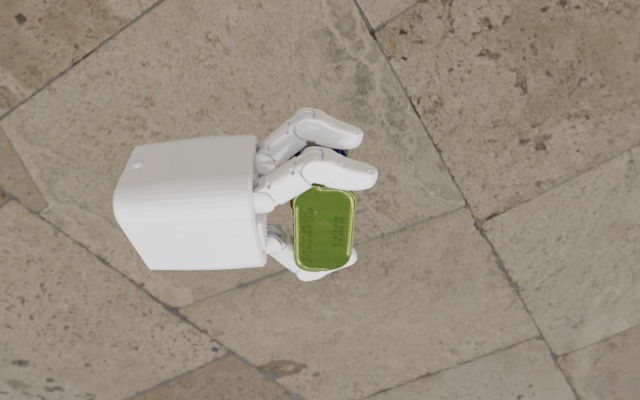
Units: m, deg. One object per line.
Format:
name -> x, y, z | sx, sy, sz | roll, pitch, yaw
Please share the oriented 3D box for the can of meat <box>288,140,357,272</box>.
can of meat -> 0.000, 0.002, 0.431 | 0.057, 0.102, 0.084 | -1, 38, -3
